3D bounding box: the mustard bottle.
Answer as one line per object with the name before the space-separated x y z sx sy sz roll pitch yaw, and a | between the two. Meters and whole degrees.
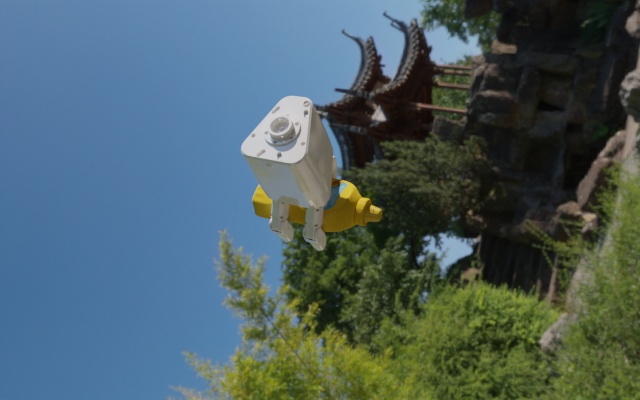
mustard bottle | 0.000 0.003 0.725 0.191 0.058 0.096 12 40 22
